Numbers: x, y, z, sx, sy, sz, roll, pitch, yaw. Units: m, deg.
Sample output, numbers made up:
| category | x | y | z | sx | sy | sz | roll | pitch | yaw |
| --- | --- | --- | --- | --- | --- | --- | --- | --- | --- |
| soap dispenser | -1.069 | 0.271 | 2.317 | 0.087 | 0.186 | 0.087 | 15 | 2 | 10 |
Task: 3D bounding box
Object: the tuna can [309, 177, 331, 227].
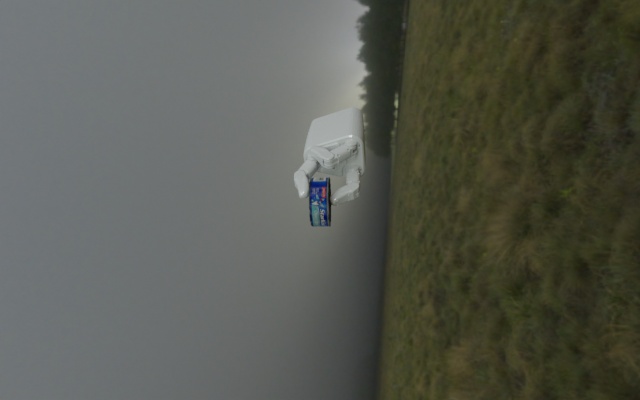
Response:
| category | x | y | z | sx | sy | sz | roll | pitch | yaw |
| --- | --- | --- | --- | --- | --- | --- | --- | --- | --- |
| tuna can | 0.000 | 0.003 | 0.824 | 0.034 | 0.086 | 0.086 | -1 | 0 | 4 |
